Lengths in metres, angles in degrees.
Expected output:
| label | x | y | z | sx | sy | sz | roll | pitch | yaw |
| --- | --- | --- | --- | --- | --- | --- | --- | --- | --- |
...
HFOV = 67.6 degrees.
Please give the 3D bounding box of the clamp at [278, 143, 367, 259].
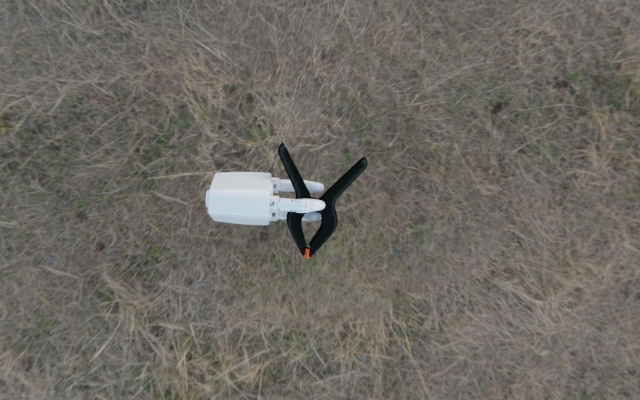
| label | x | y | z | sx | sy | sz | roll | pitch | yaw |
| --- | --- | --- | --- | --- | --- | --- | --- | --- | --- |
| clamp | 0.000 | 0.004 | 0.879 | 0.164 | 0.210 | 0.036 | 2 | 7 | -6 |
